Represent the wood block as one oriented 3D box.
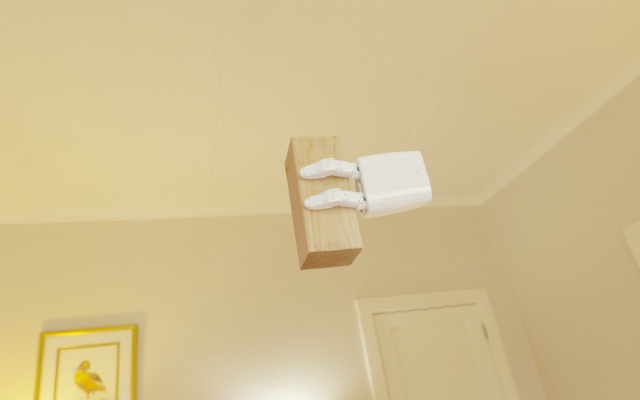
[{"bbox_3d":[0.000,0.003,0.806,0.090,0.206,0.091,-4,-26,-13],"label":"wood block"}]
